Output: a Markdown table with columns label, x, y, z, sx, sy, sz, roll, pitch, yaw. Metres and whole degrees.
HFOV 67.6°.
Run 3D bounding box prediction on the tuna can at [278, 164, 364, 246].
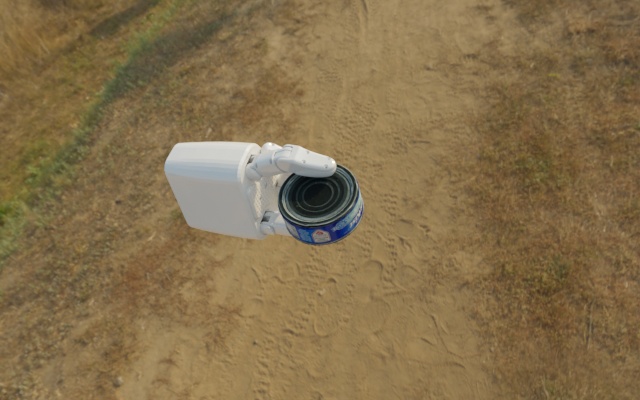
| label | x | y | z | sx | sy | sz | roll | pitch | yaw |
| --- | --- | --- | --- | --- | --- | --- | --- | --- | --- |
| tuna can | 0.000 | 0.001 | 0.490 | 0.086 | 0.086 | 0.034 | 0 | -37 | 15 |
